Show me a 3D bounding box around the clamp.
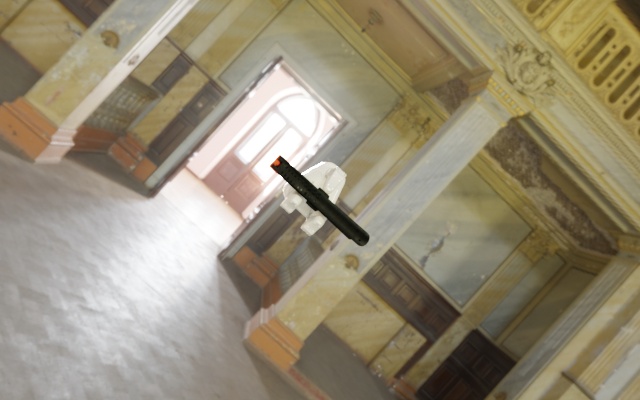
[{"bbox_3d":[0.000,0.002,0.809,0.210,0.036,0.164,43,-3,-8],"label":"clamp"}]
